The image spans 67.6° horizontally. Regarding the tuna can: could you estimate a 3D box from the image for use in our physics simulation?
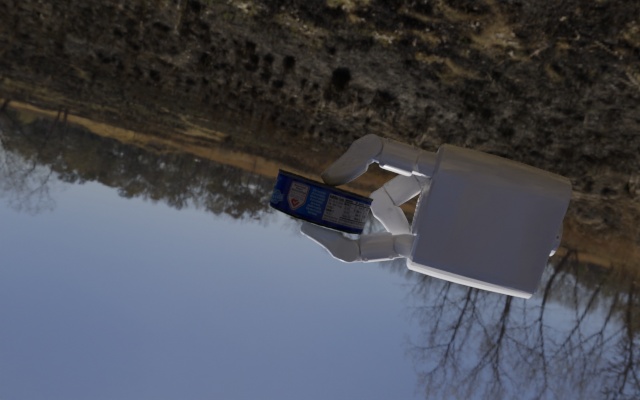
[{"bbox_3d":[0.000,0.002,0.413,0.086,0.034,0.086,18,2,-1],"label":"tuna can"}]
